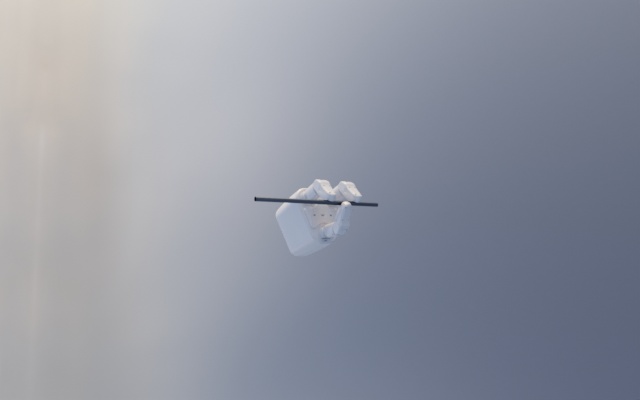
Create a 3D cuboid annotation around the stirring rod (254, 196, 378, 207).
[{"bbox_3d":[0.000,0.003,0.817,0.239,0.011,0.011,3,-2,-30],"label":"stirring rod"}]
